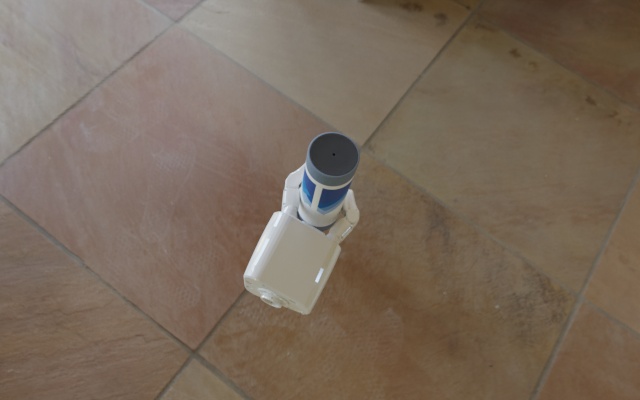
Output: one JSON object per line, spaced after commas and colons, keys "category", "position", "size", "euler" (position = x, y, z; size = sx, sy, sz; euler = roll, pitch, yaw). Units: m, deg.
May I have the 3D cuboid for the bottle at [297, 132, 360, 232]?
{"category": "bottle", "position": [0.000, 0.002, 0.731], "size": [0.069, 0.069, 0.296], "euler": [0, -24, -7]}
